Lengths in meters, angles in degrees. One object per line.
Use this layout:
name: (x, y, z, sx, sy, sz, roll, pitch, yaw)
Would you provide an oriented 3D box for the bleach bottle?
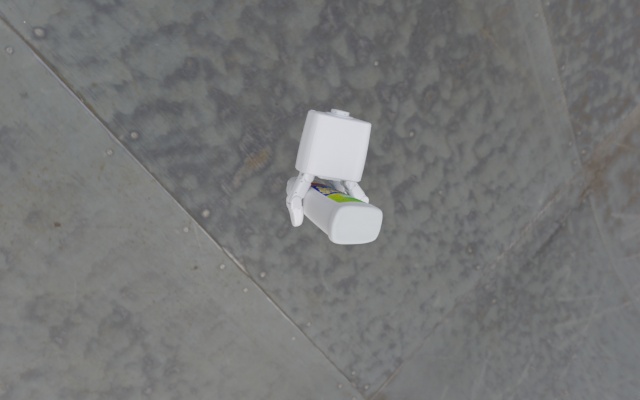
bleach bottle: (0.000, 0.003, 0.868, 0.102, 0.068, 0.250, 3, 16, -33)
